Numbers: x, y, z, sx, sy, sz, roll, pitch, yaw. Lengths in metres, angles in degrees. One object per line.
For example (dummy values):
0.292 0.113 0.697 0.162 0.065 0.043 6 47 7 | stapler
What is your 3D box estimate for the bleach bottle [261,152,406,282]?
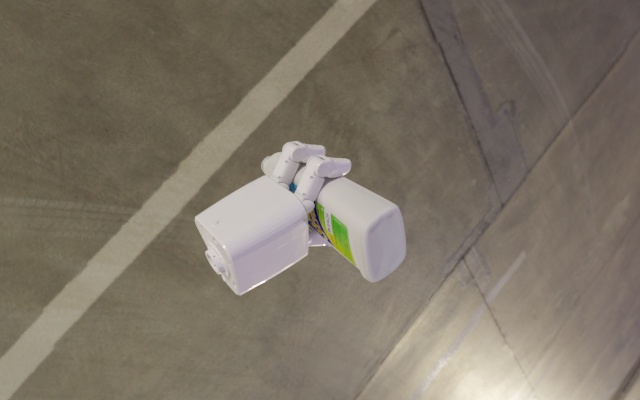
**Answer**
0.000 0.002 0.634 0.068 0.103 0.250 -32 41 -23 | bleach bottle
